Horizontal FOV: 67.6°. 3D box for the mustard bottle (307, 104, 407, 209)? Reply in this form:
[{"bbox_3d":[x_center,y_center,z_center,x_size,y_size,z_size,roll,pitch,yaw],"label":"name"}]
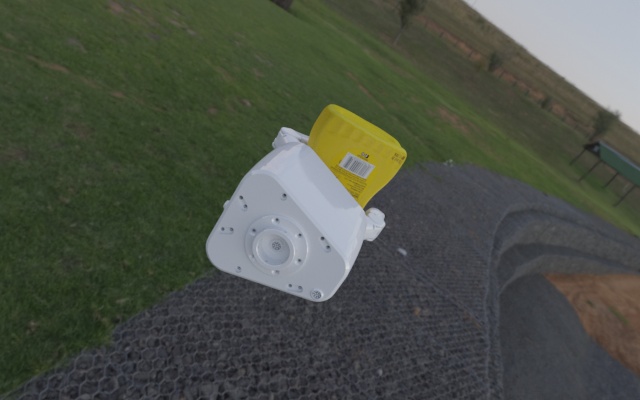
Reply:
[{"bbox_3d":[0.000,0.001,0.509,0.096,0.192,0.058,25,21,-24],"label":"mustard bottle"}]
